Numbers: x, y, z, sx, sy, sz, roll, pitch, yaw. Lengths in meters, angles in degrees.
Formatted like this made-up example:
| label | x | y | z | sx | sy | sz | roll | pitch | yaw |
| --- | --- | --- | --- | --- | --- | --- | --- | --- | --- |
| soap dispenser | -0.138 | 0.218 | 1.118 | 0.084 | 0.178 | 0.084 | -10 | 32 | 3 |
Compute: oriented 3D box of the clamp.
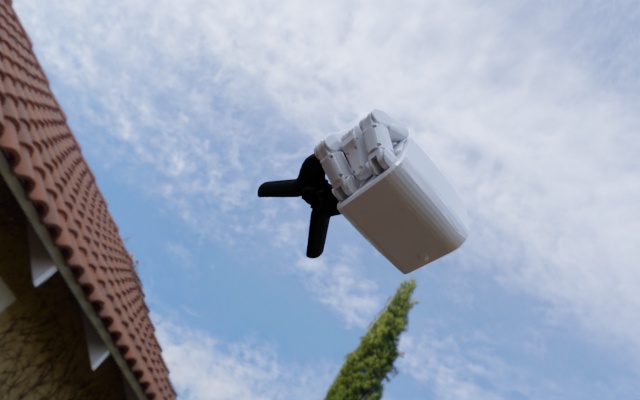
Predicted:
| label | x | y | z | sx | sy | sz | roll | pitch | yaw |
| --- | --- | --- | --- | --- | --- | --- | --- | --- | --- |
| clamp | 0.000 | 0.001 | 0.582 | 0.171 | 0.120 | 0.039 | -30 | 10 | 47 |
